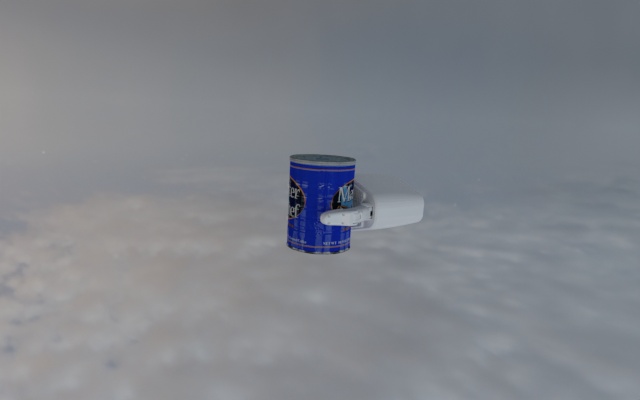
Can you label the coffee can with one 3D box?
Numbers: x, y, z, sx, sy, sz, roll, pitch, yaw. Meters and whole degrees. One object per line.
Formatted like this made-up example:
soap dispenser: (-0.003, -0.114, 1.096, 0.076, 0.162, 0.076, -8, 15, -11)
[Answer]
coffee can: (0.000, 0.002, 0.746, 0.103, 0.140, 0.103, 3, 11, -1)
